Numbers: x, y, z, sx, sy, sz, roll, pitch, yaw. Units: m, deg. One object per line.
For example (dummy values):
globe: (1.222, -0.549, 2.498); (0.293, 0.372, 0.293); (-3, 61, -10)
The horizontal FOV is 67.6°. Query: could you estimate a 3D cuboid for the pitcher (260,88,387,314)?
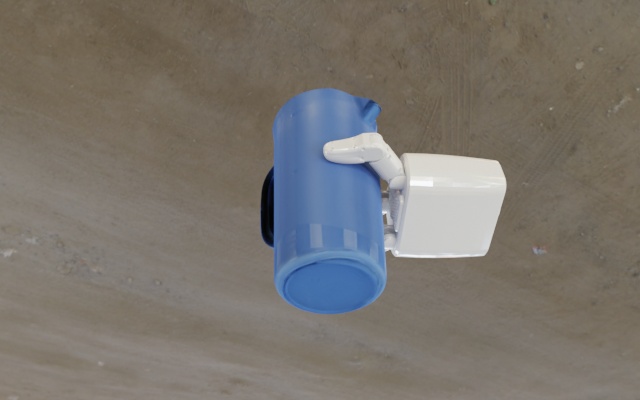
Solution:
pitcher: (0.000, 0.002, 0.537); (0.145, 0.242, 0.149); (2, -43, -3)
